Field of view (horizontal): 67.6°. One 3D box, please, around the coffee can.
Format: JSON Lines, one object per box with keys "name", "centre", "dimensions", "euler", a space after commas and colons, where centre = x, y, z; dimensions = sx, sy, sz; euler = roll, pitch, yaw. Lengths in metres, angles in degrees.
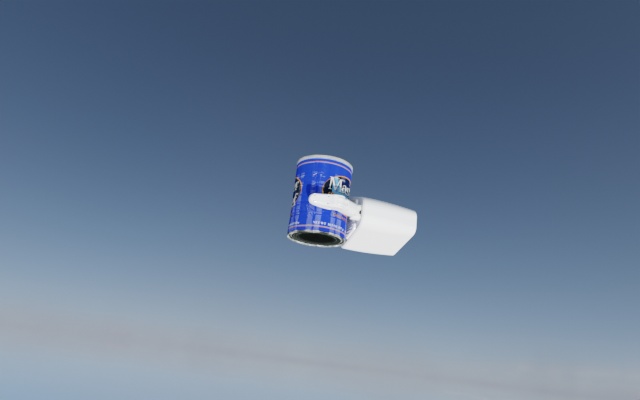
{"name": "coffee can", "centre": [0.000, 0.003, 0.851], "dimensions": [0.103, 0.140, 0.103], "euler": [6, -19, 2]}
